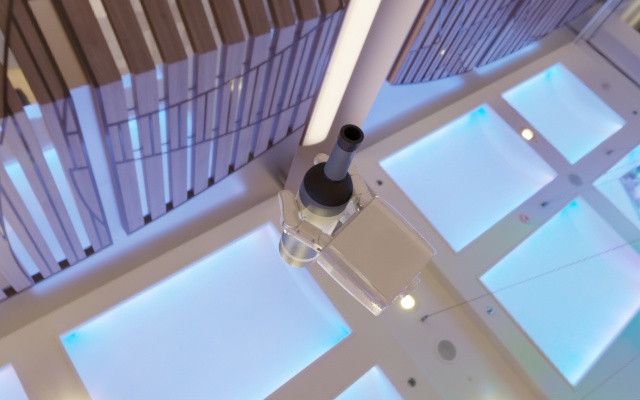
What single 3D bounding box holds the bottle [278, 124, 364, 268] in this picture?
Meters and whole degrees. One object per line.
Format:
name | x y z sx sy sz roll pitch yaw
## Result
bottle | 0.000 0.002 0.640 0.069 0.069 0.296 0 -31 -16
